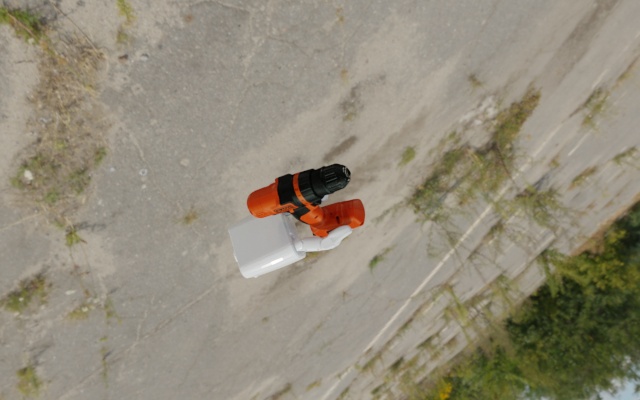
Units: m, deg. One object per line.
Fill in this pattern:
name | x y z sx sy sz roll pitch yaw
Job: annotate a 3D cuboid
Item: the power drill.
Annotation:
power drill | 0.000 0.003 0.796 0.184 0.057 0.188 -16 -26 28
